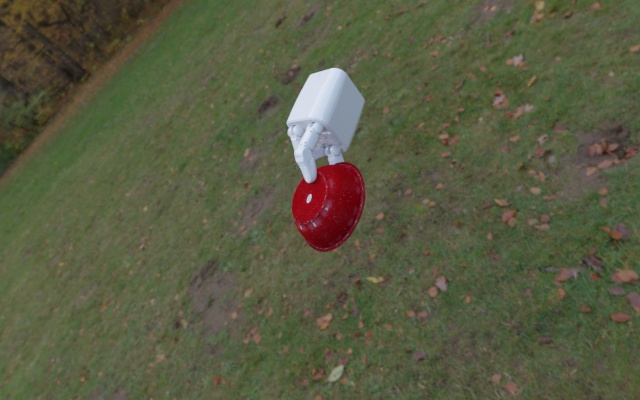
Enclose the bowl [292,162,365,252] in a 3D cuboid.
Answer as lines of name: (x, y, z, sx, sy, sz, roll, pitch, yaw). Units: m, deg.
bowl: (0.000, 0.004, 0.806, 0.055, 0.162, 0.162, 20, -12, -36)
